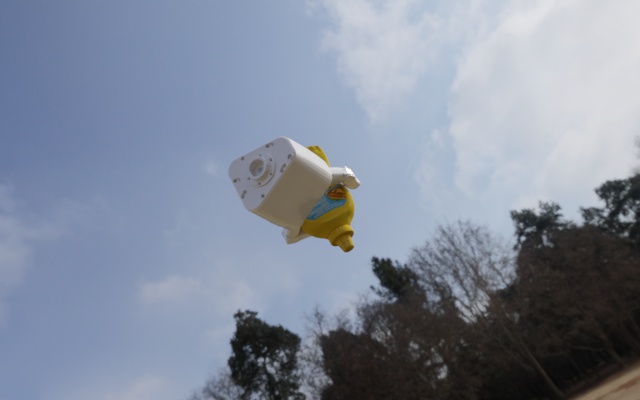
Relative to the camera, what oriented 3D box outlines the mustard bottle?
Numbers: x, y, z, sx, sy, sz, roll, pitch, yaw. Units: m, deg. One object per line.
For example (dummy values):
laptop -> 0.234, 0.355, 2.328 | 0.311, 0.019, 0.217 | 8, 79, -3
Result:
mustard bottle -> 0.000, 0.002, 0.771 | 0.096, 0.191, 0.058 | -27, -29, -9
